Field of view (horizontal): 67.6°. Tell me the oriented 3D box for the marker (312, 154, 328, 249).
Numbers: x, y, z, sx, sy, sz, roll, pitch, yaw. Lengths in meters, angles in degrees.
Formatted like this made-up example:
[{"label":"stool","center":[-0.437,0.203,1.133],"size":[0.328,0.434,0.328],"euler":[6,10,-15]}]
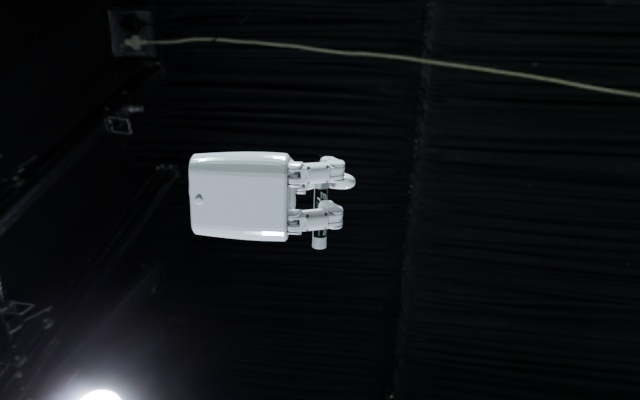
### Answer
[{"label":"marker","center":[0.000,0.002,0.601],"size":[0.020,0.121,0.020],"euler":[2,16,0]}]
